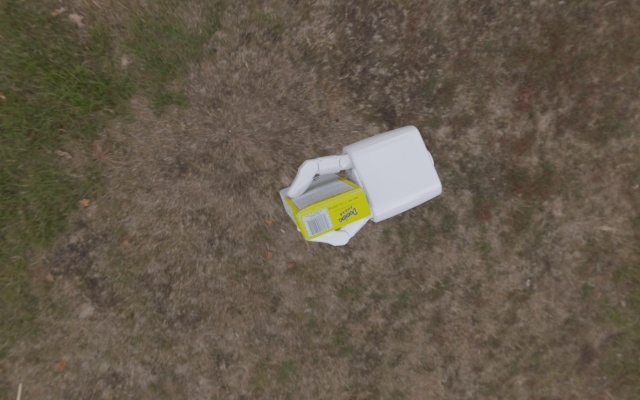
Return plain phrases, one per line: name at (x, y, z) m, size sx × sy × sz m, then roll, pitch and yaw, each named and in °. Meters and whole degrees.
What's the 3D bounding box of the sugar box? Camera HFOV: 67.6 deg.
sugar box at (0.000, 0.003, 0.683) m, size 0.093 × 0.048 × 0.176 m, roll -21°, pitch 11°, yaw -7°
